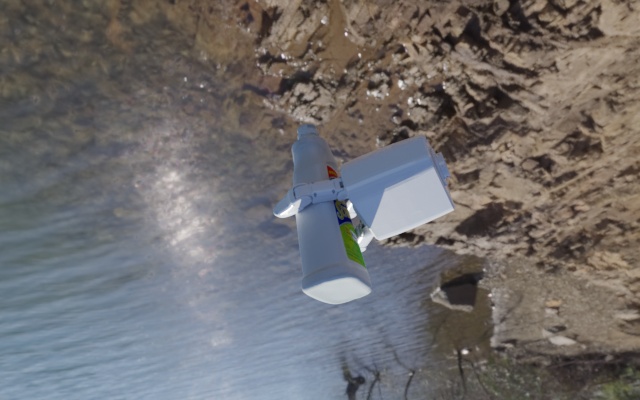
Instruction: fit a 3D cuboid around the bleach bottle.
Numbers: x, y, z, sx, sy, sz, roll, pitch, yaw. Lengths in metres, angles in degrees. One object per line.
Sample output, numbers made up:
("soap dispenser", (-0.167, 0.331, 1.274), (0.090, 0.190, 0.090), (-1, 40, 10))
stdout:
("bleach bottle", (0.000, 0.002, 0.626), (0.068, 0.250, 0.103), (-22, -30, 17))
